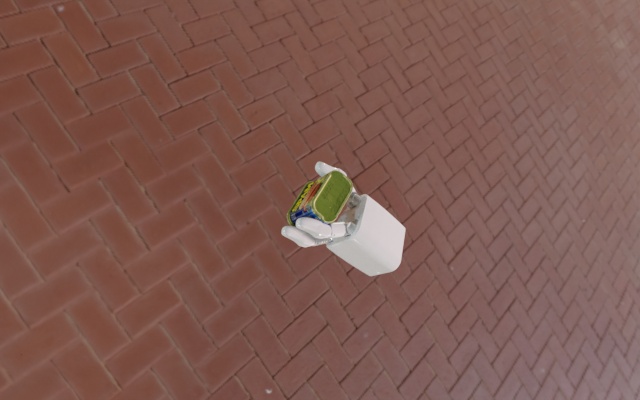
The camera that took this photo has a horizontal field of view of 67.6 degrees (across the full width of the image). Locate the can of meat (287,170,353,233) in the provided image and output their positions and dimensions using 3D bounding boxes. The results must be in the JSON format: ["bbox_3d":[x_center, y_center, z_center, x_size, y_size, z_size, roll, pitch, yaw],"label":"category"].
[{"bbox_3d":[0.000,0.002,0.819,0.057,0.102,0.084,41,-32,-16],"label":"can of meat"}]
